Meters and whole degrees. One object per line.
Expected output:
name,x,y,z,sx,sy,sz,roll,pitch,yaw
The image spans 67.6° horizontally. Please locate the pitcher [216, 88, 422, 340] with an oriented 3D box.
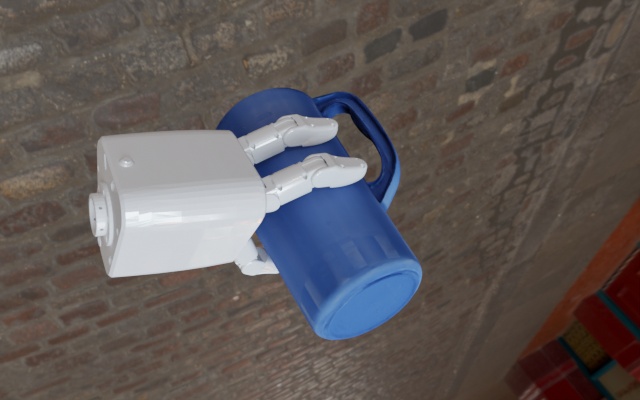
pitcher,0.000,0.002,0.472,0.145,0.149,0.242,-5,46,-34
